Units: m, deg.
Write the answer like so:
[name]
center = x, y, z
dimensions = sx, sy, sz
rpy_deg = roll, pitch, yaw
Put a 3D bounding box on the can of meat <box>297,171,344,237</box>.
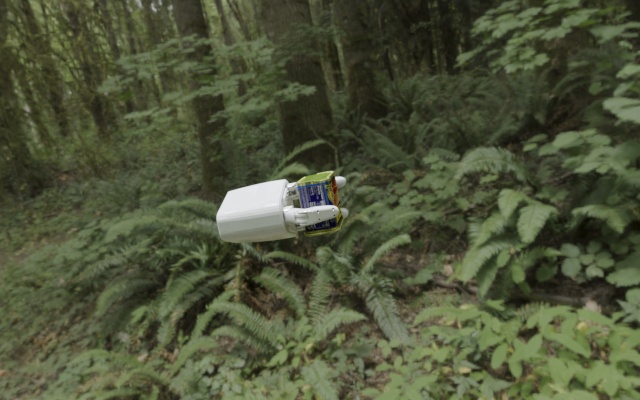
[can of meat]
center = 0.000, 0.002, 0.760
dimensions = 0.057, 0.084, 0.102
rpy_deg = -9, 9, 10
